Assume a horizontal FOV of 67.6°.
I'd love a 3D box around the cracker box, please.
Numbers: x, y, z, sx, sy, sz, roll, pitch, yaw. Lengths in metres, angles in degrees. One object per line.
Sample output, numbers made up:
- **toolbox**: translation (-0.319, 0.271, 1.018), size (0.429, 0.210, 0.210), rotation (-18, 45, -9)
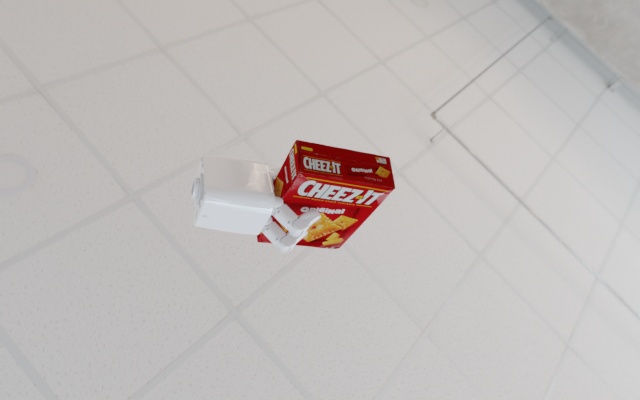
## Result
- **cracker box**: translation (0.000, 0.003, 0.799), size (0.164, 0.072, 0.214), rotation (8, -34, -23)
